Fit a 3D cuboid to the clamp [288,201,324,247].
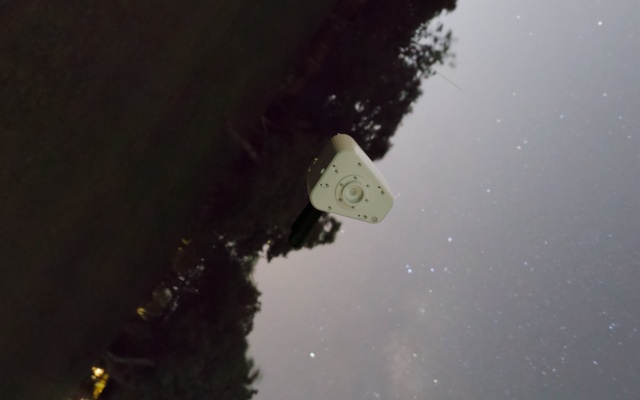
[{"bbox_3d":[0.001,0.003,0.770,0.039,0.171,0.120,32,14,-10],"label":"clamp"}]
